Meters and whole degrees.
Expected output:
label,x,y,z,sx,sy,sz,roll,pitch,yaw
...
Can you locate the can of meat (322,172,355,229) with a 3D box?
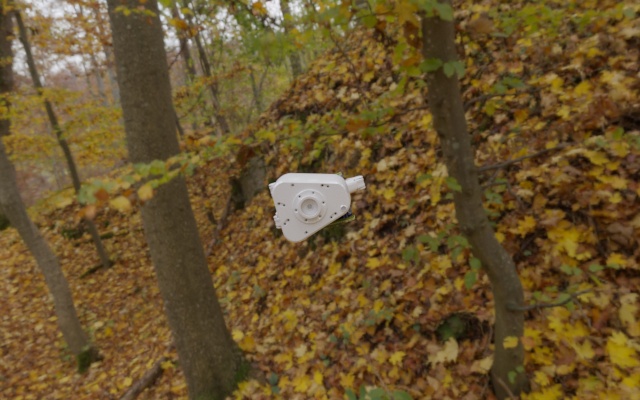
label,x,y,z,sx,sy,sz,roll,pitch,yaw
can of meat,0.000,0.002,0.827,0.102,0.084,0.057,-15,6,5
